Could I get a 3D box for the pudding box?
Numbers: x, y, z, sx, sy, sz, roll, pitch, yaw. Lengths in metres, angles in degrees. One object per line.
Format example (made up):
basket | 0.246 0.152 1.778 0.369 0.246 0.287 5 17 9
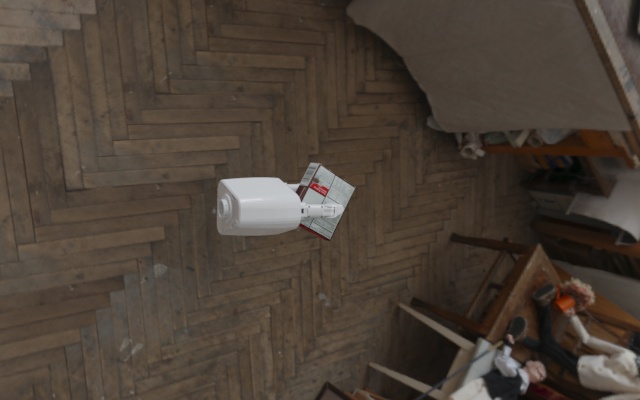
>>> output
pudding box | 0.000 0.003 0.844 0.090 0.113 0.039 32 -9 -29
